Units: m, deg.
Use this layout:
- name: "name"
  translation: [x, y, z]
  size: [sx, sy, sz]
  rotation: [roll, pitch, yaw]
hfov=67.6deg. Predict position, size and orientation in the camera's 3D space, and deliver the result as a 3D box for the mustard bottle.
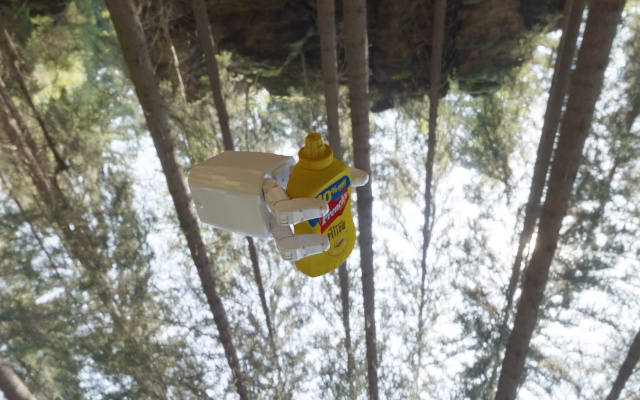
- name: "mustard bottle"
  translation: [0.000, 0.002, 0.601]
  size: [0.058, 0.192, 0.096]
  rotation: [28, 50, 37]
